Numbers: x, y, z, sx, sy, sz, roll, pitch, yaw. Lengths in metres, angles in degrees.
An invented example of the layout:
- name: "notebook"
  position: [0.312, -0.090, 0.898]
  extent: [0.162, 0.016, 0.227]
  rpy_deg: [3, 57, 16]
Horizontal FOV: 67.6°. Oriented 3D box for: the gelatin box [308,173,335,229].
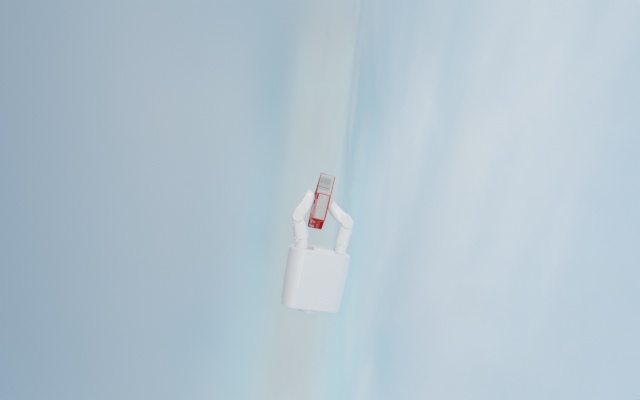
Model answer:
- name: "gelatin box"
  position: [0.001, 0.003, 0.874]
  extent: [0.030, 0.089, 0.073]
  rpy_deg: [14, -14, -1]
